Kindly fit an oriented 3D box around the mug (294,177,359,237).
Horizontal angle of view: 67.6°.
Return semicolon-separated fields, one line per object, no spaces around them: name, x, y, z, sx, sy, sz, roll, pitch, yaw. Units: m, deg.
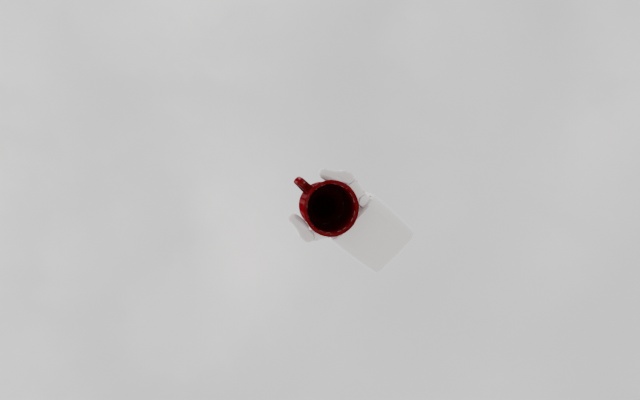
mug;-0.001;0.002;0.807;0.117;0.093;0.081;40;-5;-13
